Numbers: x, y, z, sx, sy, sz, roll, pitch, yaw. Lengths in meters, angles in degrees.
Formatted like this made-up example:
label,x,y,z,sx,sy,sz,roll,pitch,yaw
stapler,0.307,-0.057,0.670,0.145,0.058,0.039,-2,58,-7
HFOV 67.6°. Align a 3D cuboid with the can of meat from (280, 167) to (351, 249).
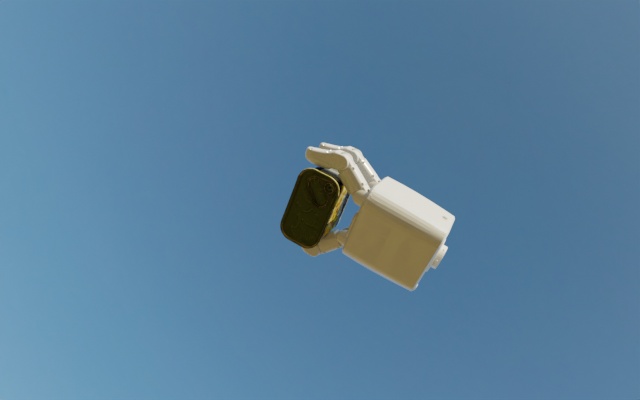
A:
label,x,y,z,sx,sy,sz,roll,pitch,yaw
can of meat,0.000,0.002,0.632,0.057,0.102,0.084,27,21,14
